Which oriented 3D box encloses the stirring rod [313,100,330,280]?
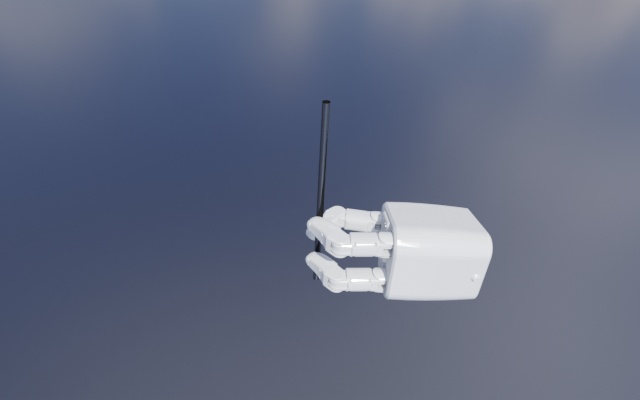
[{"bbox_3d":[0.000,0.002,0.529,0.011,0.240,0.011,2,37,-2],"label":"stirring rod"}]
